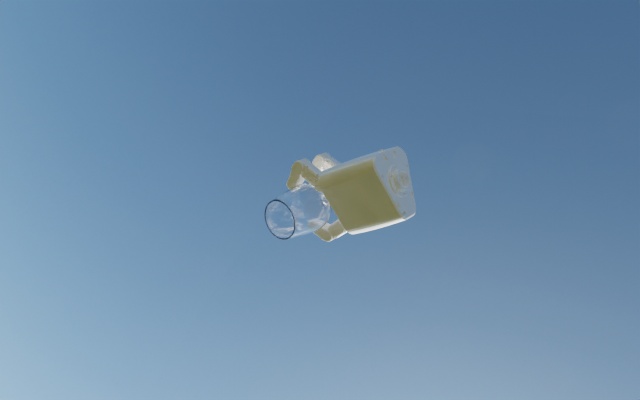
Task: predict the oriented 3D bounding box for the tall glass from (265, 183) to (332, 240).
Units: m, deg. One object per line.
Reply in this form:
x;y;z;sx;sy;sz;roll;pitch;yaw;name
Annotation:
0.000;0.002;0.779;0.079;0.079;0.201;0;15;40;tall glass
